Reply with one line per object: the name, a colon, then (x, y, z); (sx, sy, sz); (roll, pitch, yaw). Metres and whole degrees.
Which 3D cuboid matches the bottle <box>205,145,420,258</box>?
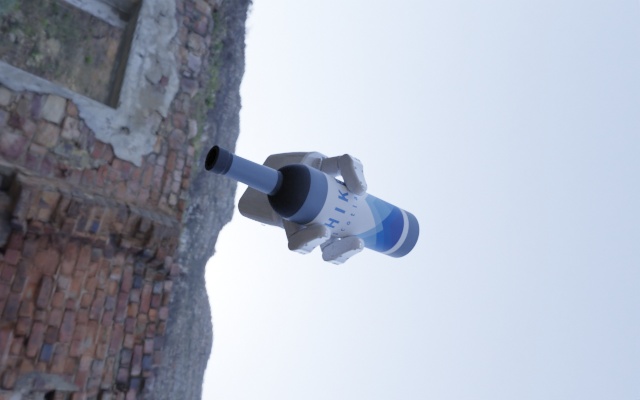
bottle: (0.000, 0.002, 0.565); (0.296, 0.069, 0.069); (22, -14, -37)
